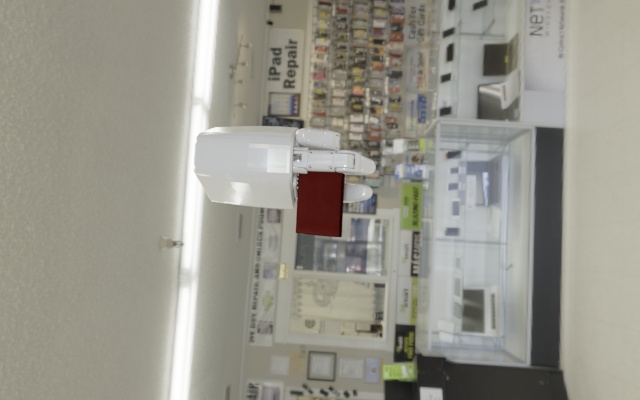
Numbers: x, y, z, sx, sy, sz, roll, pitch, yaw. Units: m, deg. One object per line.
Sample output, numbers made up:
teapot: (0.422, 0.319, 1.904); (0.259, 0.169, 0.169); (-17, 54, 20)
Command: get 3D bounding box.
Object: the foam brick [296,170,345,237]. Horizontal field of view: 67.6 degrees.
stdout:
foam brick: (0.000, 0.002, 0.546); (0.051, 0.078, 0.053); (3, -4, 0)
